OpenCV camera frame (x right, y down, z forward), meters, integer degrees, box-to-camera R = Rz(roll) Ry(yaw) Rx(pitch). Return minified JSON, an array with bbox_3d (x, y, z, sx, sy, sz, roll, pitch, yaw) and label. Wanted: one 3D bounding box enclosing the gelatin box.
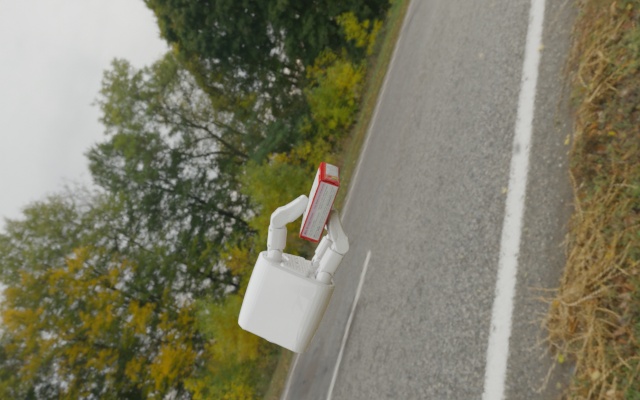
[{"bbox_3d":[0.000,0.002,0.643,0.030,0.089,0.073,17,21,-5],"label":"gelatin box"}]
